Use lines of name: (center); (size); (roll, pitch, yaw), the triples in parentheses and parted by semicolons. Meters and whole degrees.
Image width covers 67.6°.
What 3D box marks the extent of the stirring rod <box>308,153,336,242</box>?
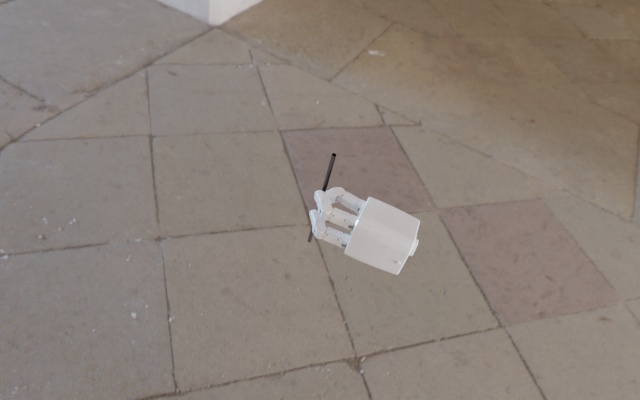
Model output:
stirring rod: (0.000, 0.003, 0.890); (0.011, 0.011, 0.240); (0, -42, -15)
